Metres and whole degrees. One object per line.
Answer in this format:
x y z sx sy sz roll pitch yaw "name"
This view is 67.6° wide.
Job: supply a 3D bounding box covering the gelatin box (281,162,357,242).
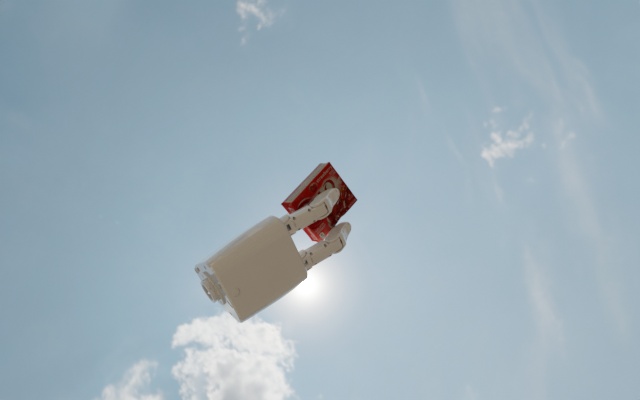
0.000 0.002 0.669 0.089 0.073 0.030 -48 23 -23 "gelatin box"
